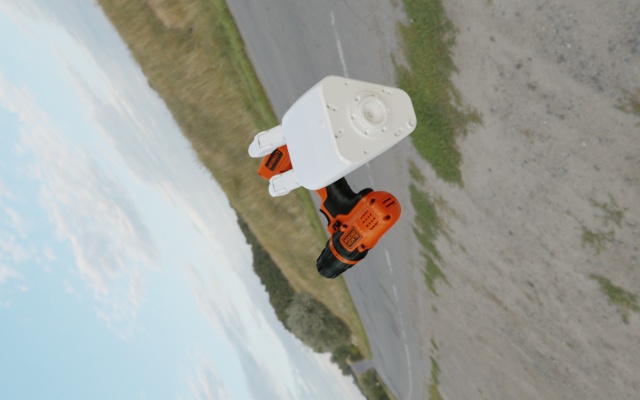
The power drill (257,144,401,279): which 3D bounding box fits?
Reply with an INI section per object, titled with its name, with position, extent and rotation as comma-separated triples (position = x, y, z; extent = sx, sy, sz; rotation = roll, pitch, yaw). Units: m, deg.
[power drill]
position = 0.000, 0.002, 0.639
extent = 0.057, 0.187, 0.184
rotation = -33, -13, -43
